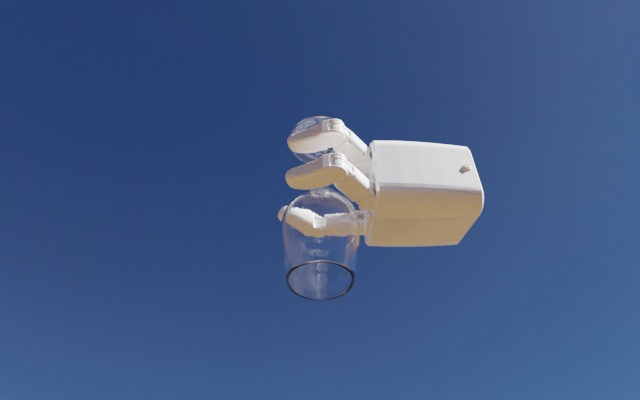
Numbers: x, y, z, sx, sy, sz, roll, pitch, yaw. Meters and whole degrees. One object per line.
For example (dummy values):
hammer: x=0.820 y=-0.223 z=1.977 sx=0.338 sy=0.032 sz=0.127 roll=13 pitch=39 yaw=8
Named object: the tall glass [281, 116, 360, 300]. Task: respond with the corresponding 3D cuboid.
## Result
tall glass: x=0.000 y=0.001 z=0.497 sx=0.079 sy=0.200 sz=0.079 roll=0 pitch=-44 yaw=0
